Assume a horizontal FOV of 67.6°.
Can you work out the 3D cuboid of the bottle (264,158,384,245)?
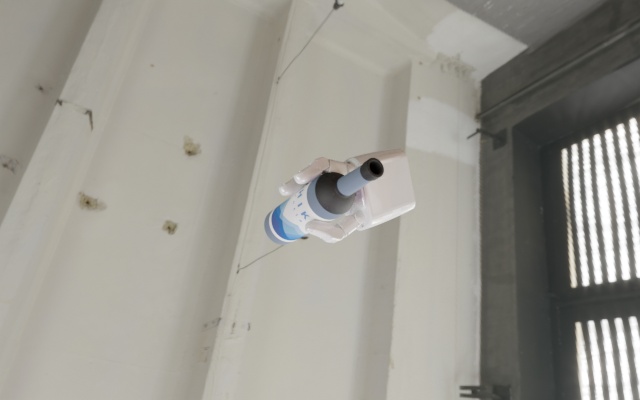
[{"bbox_3d":[0.000,0.002,0.727,0.069,0.069,0.296,0,-18,-30],"label":"bottle"}]
